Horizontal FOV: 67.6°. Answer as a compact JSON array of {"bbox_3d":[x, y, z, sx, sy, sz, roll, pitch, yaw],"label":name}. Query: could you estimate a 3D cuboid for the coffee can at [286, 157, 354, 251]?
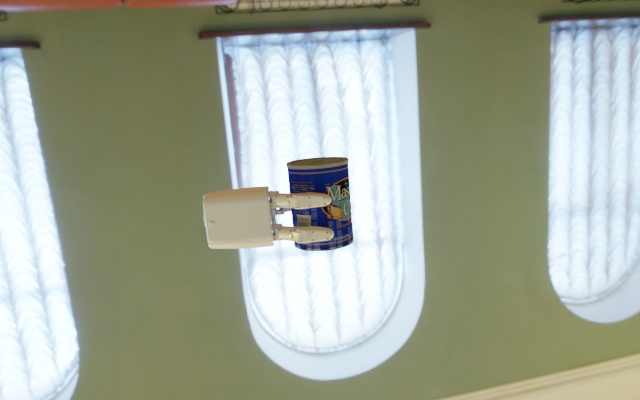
[{"bbox_3d":[0.000,0.002,0.796,0.103,0.140,0.103,-4,11,1],"label":"coffee can"}]
